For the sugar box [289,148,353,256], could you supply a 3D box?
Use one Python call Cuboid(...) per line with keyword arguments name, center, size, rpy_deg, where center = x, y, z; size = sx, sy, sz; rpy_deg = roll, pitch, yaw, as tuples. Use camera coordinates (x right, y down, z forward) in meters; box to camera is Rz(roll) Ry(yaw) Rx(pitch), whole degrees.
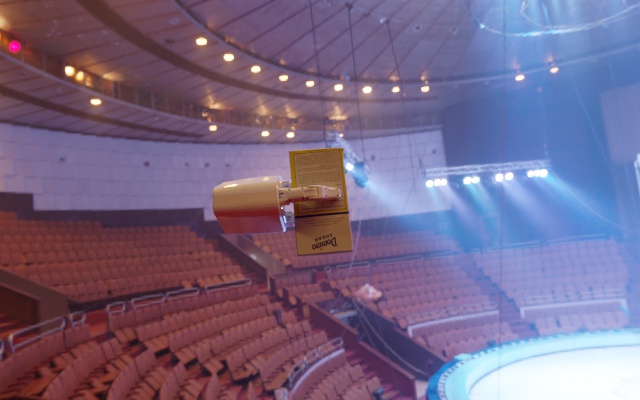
Cuboid(name="sugar box", center=(0.000, 0.003, 0.800), size=(0.093, 0.176, 0.048), rpy_deg=(-4, -7, 0))
